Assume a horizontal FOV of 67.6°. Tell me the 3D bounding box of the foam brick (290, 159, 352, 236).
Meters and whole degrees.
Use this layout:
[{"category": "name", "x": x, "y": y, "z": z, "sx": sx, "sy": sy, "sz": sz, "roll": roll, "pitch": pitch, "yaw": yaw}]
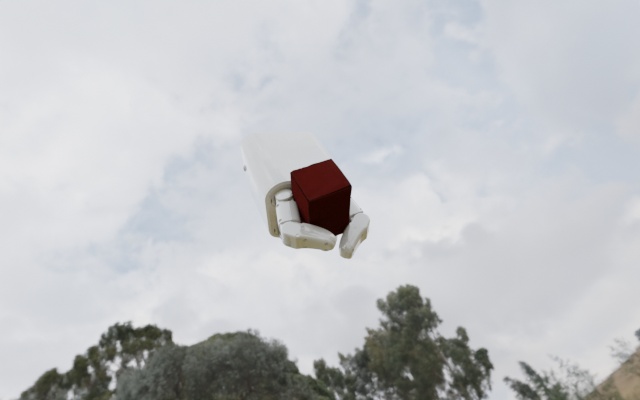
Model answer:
[{"category": "foam brick", "x": 0.000, "y": 0.002, "z": 0.538, "sx": 0.053, "sy": 0.051, "sz": 0.078, "roll": -18, "pitch": -39, "yaw": -16}]
